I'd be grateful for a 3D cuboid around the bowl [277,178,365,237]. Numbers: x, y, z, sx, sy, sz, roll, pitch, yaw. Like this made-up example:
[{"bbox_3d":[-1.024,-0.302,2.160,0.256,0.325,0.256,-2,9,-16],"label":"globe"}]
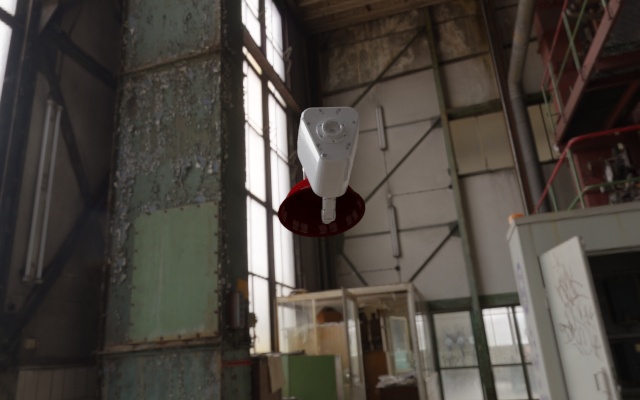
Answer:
[{"bbox_3d":[0.000,0.003,0.890,0.162,0.055,0.162,-4,-38,-3],"label":"bowl"}]
